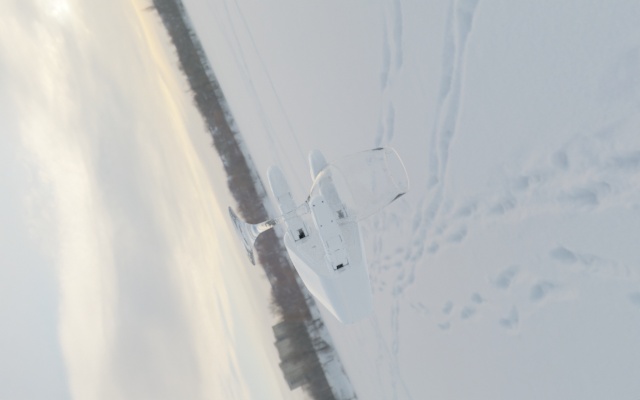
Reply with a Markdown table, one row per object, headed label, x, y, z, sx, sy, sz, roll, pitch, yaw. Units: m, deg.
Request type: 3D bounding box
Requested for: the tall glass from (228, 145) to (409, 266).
| label | x | y | z | sx | sy | sz | roll | pitch | yaw |
| --- | --- | --- | --- | --- | --- | --- | --- | --- | --- |
| tall glass | -0.001 | 0.002 | 0.557 | 0.201 | 0.079 | 0.079 | -24 | 2 | -6 |
